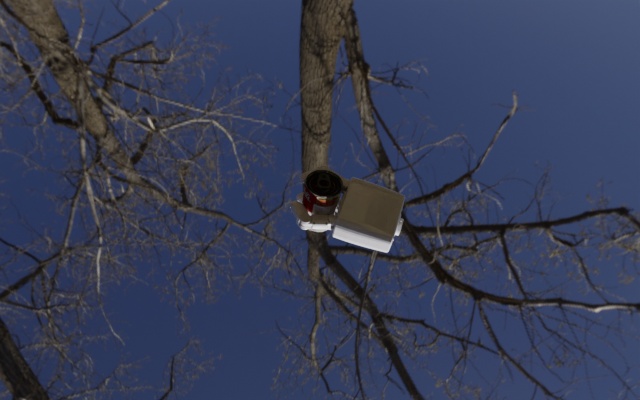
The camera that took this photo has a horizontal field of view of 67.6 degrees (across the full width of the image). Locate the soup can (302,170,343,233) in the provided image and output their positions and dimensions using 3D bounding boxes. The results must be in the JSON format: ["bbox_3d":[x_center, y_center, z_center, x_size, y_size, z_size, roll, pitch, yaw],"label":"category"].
[{"bbox_3d":[0.000,0.003,0.880,0.068,0.068,0.102,0,-42,-11],"label":"soup can"}]
